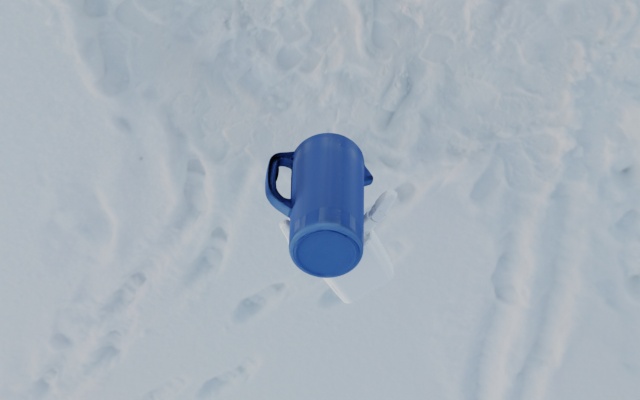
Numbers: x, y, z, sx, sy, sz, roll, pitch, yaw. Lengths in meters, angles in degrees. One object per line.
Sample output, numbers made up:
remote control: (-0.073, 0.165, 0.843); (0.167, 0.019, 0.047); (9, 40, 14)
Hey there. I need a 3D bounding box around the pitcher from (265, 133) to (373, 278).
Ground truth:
pitcher: (0.000, 0.003, 0.771); (0.149, 0.145, 0.242); (-23, 33, 18)
